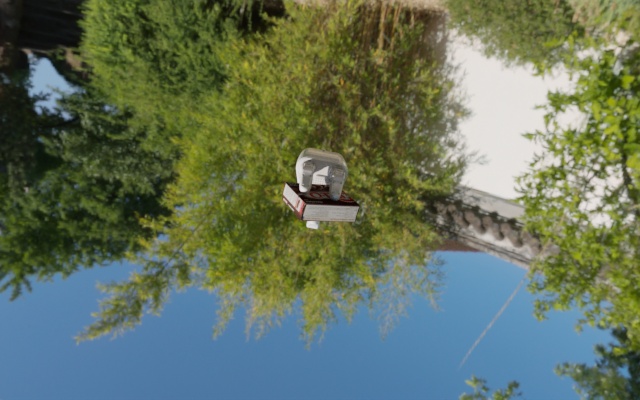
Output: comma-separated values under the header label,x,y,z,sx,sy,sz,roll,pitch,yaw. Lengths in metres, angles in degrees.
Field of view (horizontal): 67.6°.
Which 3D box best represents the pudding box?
label,x,y,z,sx,sy,sz,roll,pitch,yaw
pudding box,0.000,0.003,0.847,0.113,0.039,0.090,0,24,-29
